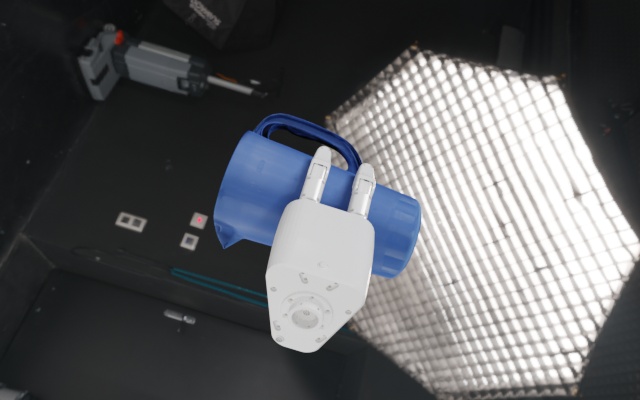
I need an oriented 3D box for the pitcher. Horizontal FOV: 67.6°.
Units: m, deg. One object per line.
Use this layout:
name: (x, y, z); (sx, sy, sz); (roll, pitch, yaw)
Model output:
pitcher: (0.000, 0.002, 0.606); (0.243, 0.149, 0.145); (19, 30, -2)
